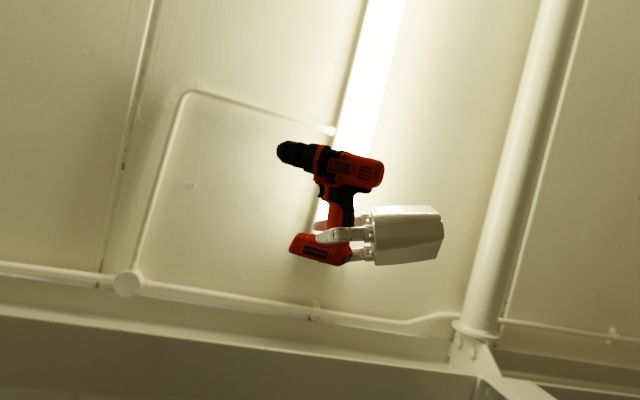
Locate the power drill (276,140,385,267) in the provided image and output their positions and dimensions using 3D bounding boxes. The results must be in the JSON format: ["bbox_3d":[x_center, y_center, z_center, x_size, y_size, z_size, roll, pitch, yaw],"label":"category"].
[{"bbox_3d":[0.000,0.003,0.787,0.184,0.188,0.057,15,15,17],"label":"power drill"}]
